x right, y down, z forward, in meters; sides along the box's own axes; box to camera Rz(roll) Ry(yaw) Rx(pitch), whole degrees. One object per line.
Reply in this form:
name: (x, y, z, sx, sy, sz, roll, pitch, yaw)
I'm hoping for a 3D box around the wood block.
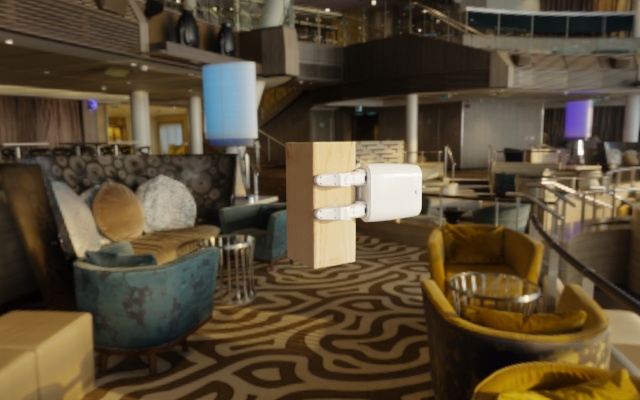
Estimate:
wood block: (0.000, 0.003, 0.826, 0.090, 0.206, 0.091, -5, 9, -34)
